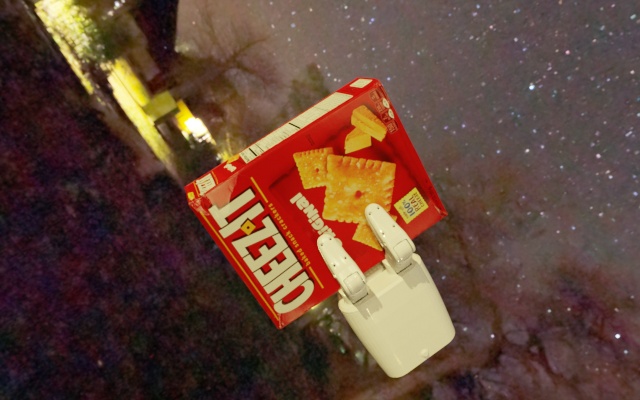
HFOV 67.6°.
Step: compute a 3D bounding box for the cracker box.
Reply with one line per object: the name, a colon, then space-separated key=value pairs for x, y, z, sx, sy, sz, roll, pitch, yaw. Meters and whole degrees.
cracker box: x=0.000 y=0.001 z=0.484 sx=0.213 sy=0.164 sz=0.072 roll=-34 pitch=22 yaw=-7
